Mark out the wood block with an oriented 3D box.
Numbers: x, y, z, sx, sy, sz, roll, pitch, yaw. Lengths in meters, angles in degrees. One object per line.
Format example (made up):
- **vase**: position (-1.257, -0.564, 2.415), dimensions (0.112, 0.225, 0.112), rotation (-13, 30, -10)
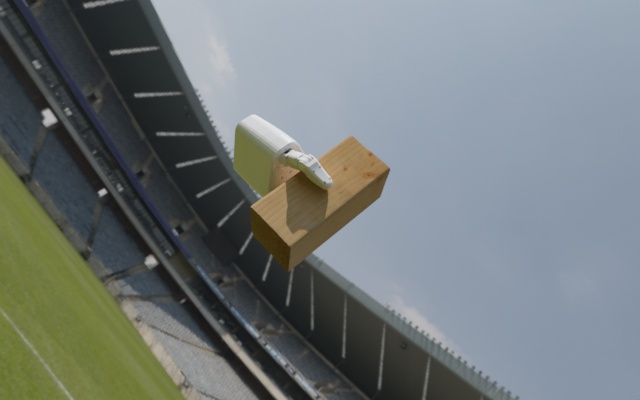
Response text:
- **wood block**: position (0.000, 0.002, 0.744), dimensions (0.206, 0.090, 0.091), rotation (-38, -21, -23)
